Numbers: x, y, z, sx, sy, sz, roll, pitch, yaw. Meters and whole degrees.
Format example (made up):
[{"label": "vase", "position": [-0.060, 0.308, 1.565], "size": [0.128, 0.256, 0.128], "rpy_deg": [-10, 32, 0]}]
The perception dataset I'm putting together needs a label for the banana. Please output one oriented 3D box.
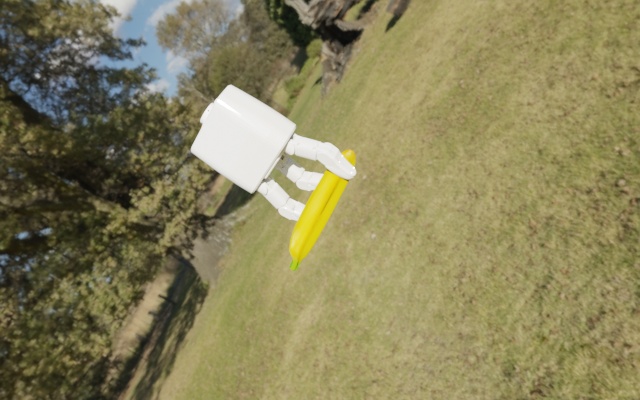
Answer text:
[{"label": "banana", "position": [0.002, 0.001, 0.661], "size": [0.037, 0.197, 0.069], "rpy_deg": [30, -15, -4]}]
